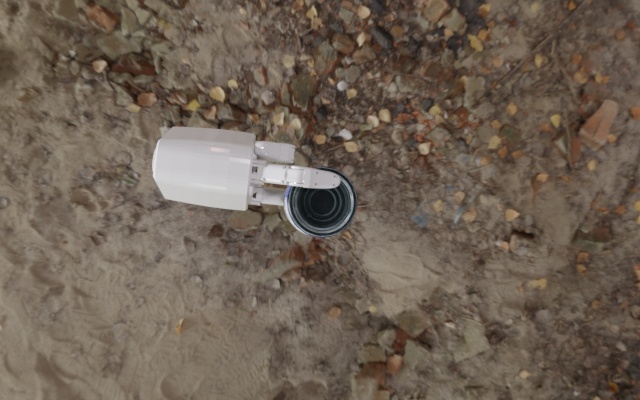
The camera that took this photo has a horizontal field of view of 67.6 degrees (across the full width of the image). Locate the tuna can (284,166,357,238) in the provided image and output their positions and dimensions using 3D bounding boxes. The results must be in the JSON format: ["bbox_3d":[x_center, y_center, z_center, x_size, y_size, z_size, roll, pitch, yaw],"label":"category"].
[{"bbox_3d":[0.000,0.002,0.573,0.086,0.086,0.034,0,0,-11],"label":"tuna can"}]
